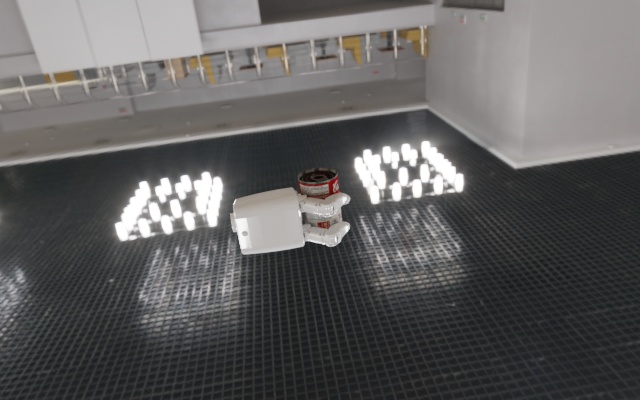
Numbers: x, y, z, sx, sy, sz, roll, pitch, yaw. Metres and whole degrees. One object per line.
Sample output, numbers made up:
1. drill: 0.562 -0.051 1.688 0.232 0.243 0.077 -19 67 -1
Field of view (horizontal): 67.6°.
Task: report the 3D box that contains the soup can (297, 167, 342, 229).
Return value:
1. soup can: 0.001 0.003 0.818 0.068 0.102 0.068 -6 24 3
